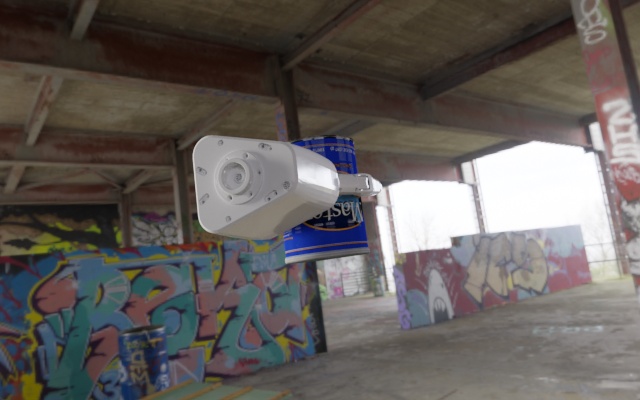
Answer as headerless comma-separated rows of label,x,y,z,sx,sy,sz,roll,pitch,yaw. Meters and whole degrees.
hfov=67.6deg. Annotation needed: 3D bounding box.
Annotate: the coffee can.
coffee can,0.000,0.002,0.587,0.103,0.140,0.103,-7,-8,-1
